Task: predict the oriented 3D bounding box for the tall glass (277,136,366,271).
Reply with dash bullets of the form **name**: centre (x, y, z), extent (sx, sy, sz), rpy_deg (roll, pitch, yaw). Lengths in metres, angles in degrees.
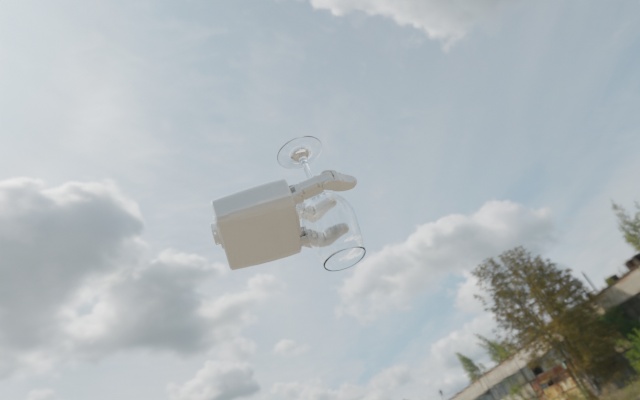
- **tall glass**: centre (0.000, 0.002, 0.699), extent (0.079, 0.201, 0.079), rpy_deg (-17, -32, -11)
